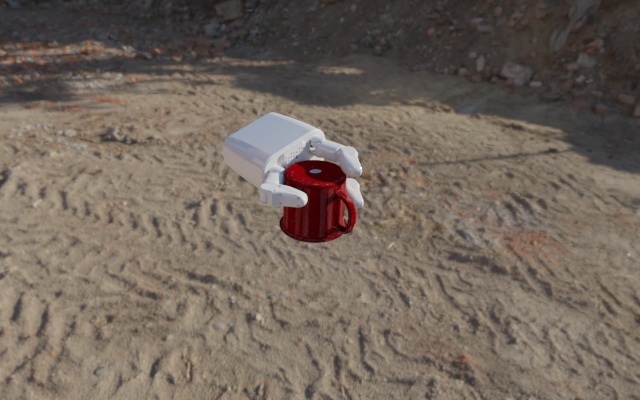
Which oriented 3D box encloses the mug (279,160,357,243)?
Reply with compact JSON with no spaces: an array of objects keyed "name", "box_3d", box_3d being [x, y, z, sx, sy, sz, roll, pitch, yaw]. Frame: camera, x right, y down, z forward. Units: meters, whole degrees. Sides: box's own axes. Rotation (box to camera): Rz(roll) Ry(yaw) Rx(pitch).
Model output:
[{"name":"mug","box_3d":[0.001,0.002,0.626,0.093,0.081,0.117,-22,37,-38]}]
